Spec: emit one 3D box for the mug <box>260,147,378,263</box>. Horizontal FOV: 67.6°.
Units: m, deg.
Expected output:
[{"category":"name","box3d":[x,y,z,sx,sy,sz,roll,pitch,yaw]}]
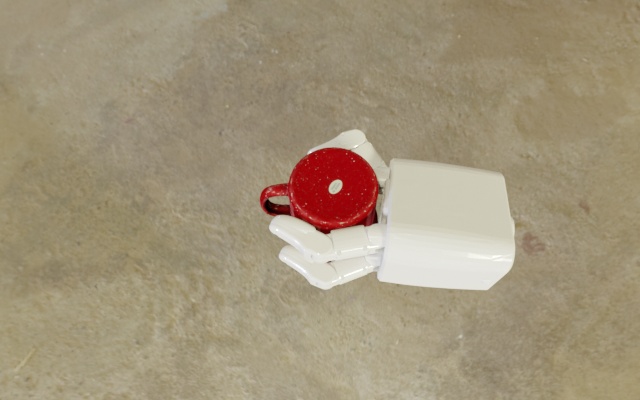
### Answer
[{"category":"mug","box3d":[-0.001,0.001,0.457,0.117,0.093,0.081,5,-25,4]}]
